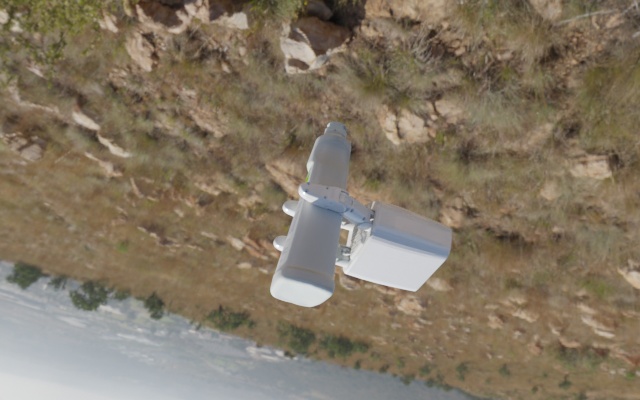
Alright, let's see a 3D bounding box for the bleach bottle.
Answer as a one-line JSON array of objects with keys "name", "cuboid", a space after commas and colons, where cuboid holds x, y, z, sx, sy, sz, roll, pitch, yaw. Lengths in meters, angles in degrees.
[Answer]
[{"name": "bleach bottle", "cuboid": [0.000, 0.002, 0.613, 0.068, 0.250, 0.103, 18, -27, -9]}]
